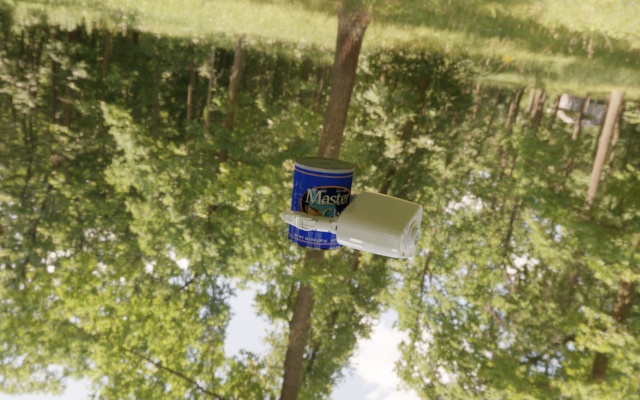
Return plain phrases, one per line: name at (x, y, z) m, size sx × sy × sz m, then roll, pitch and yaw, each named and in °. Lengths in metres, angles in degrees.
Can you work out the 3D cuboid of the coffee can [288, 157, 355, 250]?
coffee can at (0.000, 0.003, 0.826) m, size 0.103 × 0.140 × 0.102 m, roll 6°, pitch 15°, yaw -2°
